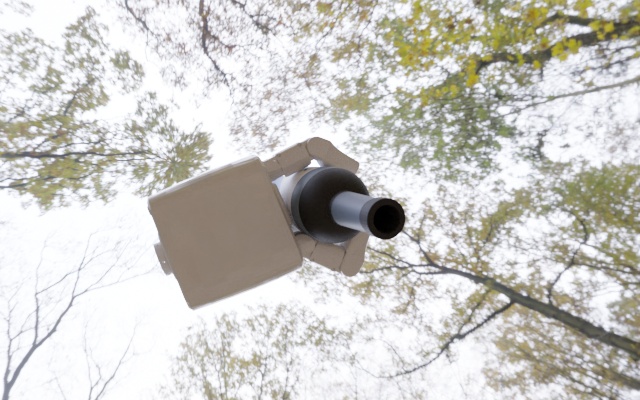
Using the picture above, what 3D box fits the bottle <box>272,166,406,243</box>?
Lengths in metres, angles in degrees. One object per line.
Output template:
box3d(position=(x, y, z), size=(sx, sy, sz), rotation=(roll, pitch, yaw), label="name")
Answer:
box3d(position=(0.000, 0.001, 0.449), size=(0.069, 0.069, 0.295), rotation=(0, 4, -17), label="bottle")
